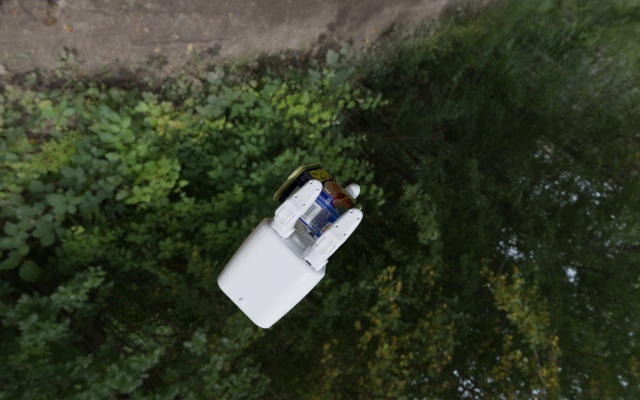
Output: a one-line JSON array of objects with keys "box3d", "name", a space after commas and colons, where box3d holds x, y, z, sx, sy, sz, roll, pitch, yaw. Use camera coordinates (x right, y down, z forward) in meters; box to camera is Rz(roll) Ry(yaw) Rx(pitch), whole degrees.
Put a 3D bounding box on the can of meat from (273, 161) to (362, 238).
[{"box3d": [0.000, 0.002, 0.591, 0.084, 0.057, 0.102, 44, 15, 5], "name": "can of meat"}]
